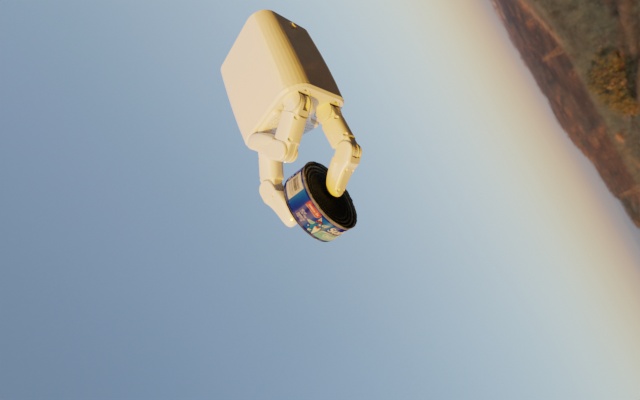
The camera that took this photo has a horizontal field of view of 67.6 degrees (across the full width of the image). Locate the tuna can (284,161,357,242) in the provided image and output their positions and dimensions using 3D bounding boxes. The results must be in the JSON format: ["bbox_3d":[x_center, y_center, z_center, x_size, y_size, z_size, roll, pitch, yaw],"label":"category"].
[{"bbox_3d":[0.000,0.002,0.521,0.034,0.086,0.086,-35,-17,26],"label":"tuna can"}]
